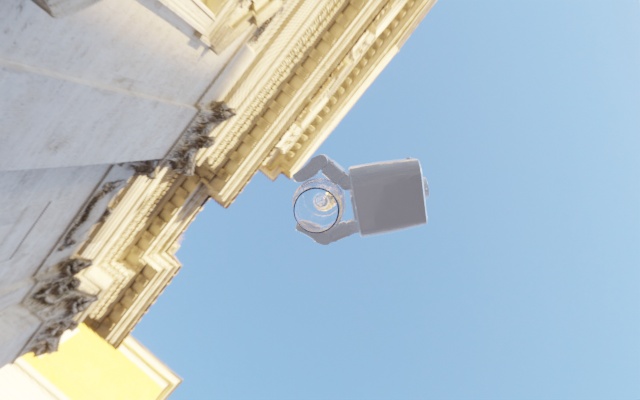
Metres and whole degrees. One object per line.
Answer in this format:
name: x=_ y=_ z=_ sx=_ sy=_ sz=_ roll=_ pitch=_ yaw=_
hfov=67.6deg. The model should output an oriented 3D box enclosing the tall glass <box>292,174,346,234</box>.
tall glass: x=0.000 y=0.002 z=0.731 sx=0.079 sy=0.079 sz=0.201 roll=0 pitch=7 yaw=4
